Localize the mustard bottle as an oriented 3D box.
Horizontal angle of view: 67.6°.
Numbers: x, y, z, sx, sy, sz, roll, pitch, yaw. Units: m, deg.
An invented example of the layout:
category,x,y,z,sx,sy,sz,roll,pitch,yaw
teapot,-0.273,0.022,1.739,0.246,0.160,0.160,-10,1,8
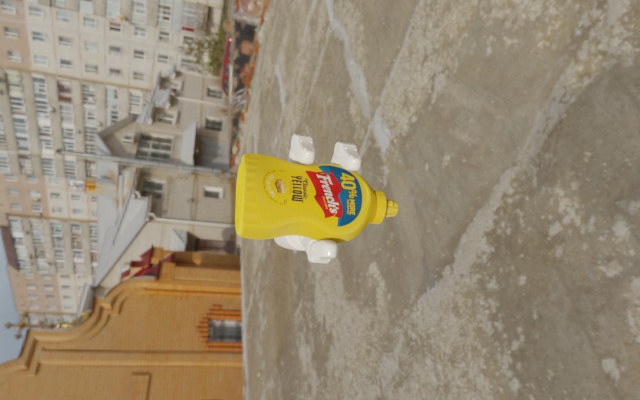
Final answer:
category,x,y,z,sx,sy,sz,roll,pitch,yaw
mustard bottle,0.000,0.002,0.556,0.191,0.096,0.058,6,-31,-16
